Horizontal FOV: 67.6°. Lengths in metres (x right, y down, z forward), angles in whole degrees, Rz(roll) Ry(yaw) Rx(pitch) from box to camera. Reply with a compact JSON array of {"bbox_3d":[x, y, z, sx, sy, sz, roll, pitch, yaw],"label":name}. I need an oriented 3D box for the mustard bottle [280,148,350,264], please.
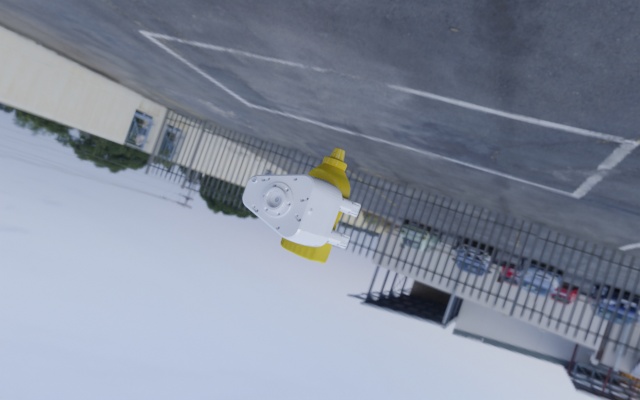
[{"bbox_3d":[0.000,0.003,0.807,0.058,0.191,0.096,21,-2,-41],"label":"mustard bottle"}]
